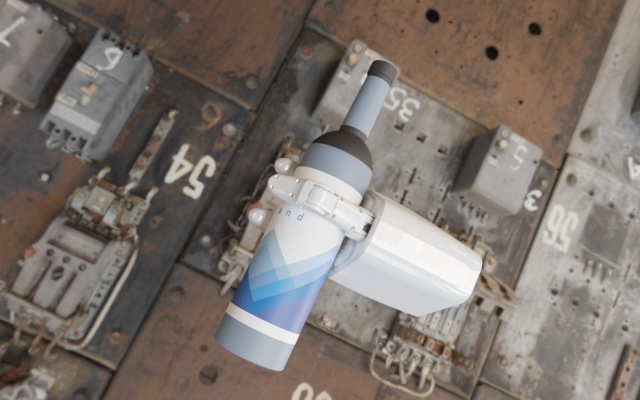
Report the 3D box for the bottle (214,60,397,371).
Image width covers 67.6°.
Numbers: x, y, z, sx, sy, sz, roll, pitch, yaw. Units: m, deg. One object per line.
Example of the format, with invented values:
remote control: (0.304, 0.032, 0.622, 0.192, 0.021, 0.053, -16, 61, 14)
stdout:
bottle: (0.000, 0.002, 0.438, 0.069, 0.295, 0.069, 25, -11, 5)
